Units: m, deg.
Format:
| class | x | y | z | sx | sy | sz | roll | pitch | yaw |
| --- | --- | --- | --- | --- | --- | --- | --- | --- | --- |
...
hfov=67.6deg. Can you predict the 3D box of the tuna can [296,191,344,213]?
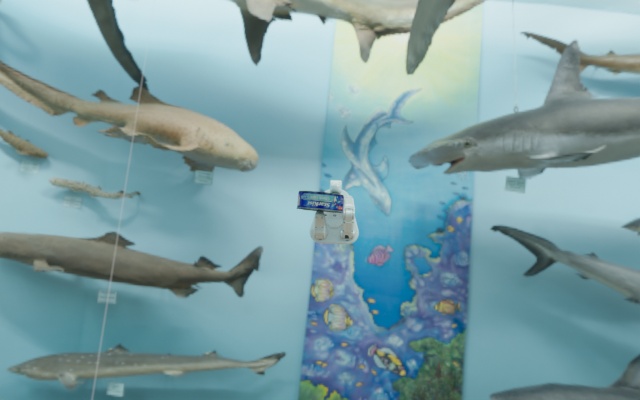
| class | x | y | z | sx | sy | sz | roll | pitch | yaw |
| --- | --- | --- | --- | --- | --- | --- | --- | --- | --- |
| tuna can | 0.000 | 0.002 | 0.877 | 0.086 | 0.034 | 0.086 | 5 | -2 | 0 |
